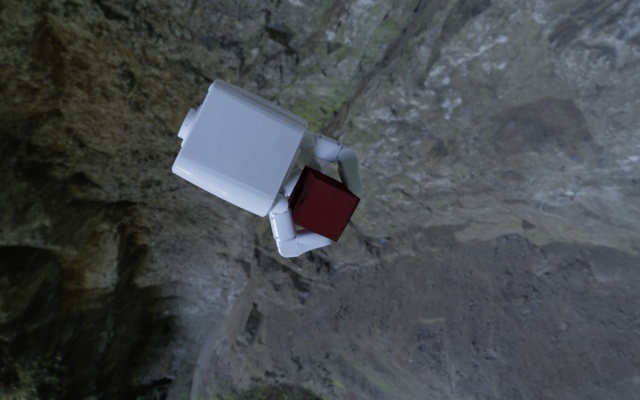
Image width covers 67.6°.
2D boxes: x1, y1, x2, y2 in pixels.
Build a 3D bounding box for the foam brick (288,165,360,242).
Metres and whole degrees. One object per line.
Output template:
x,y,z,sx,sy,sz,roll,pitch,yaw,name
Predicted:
0.000,0.002,0.511,0.051,0.053,0.078,25,7,-15,foam brick
